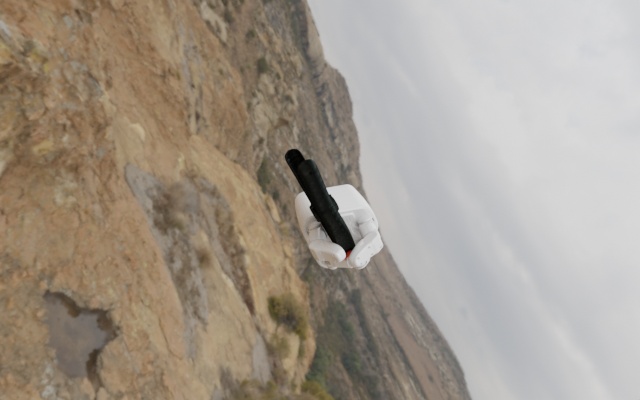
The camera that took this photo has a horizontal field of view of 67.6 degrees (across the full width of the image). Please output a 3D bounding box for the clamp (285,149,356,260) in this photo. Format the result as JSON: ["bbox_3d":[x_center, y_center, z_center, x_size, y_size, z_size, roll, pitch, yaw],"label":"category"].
[{"bbox_3d":[0.001,0.002,0.663,0.039,0.171,0.120,-25,26,-1],"label":"clamp"}]
